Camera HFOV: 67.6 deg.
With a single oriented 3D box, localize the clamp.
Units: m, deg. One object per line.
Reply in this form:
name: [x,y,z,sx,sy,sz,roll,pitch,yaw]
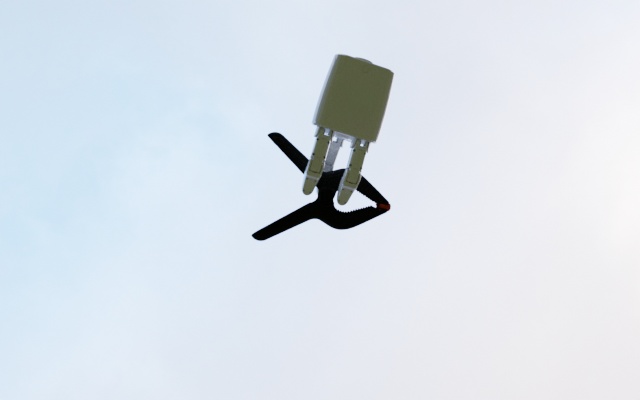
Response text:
clamp: [0.001,0.002,0.728,0.210,0.164,0.036,16,6,-9]
